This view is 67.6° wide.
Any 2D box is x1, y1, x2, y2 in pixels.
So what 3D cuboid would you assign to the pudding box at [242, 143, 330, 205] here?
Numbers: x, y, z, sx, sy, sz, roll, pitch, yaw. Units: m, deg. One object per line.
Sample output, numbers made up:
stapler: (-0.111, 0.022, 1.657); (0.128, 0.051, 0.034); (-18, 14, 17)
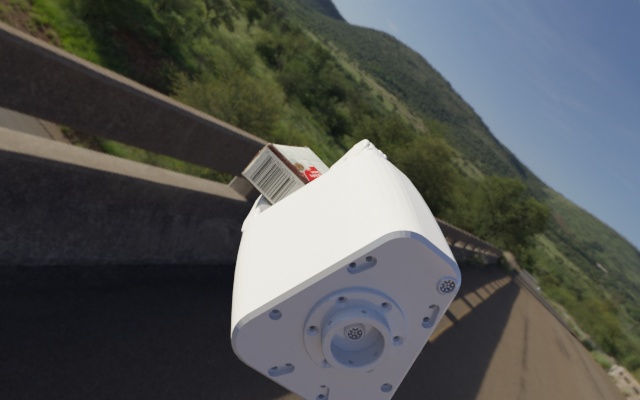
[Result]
pudding box: (0.000, 0.001, 0.407); (0.039, 0.113, 0.090); (-47, -10, 15)
